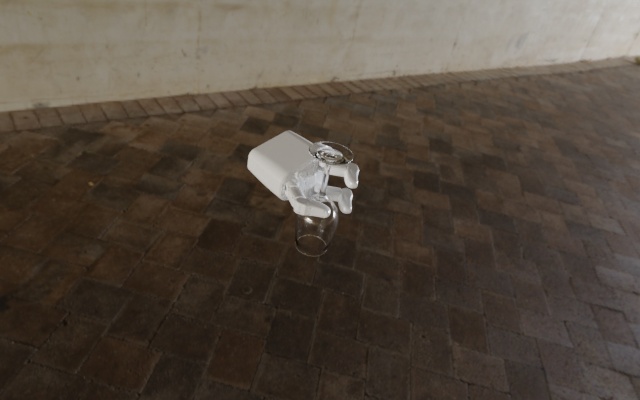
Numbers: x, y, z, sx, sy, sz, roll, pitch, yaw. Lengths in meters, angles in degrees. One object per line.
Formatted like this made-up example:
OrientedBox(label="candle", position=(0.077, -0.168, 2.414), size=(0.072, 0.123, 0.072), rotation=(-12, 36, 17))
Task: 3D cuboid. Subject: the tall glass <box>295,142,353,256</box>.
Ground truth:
OrientedBox(label="tall glass", position=(0.000, 0.002, 0.832), size=(0.079, 0.201, 0.079), rotation=(8, 34, -5))
